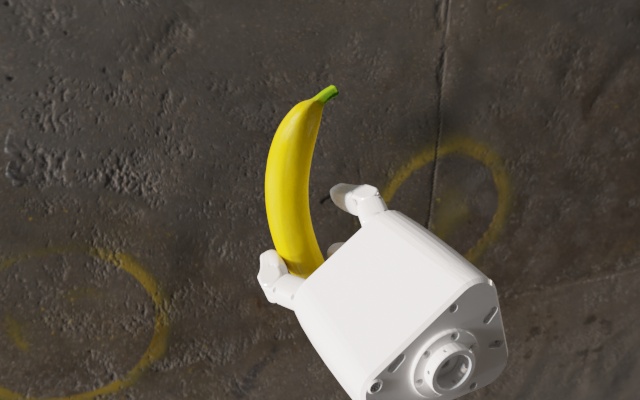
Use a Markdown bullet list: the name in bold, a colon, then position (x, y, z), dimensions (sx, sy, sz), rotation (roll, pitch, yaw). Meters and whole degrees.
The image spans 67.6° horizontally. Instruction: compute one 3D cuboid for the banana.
- **banana**: position (-0.017, 0.000, 0.425), dimensions (0.069, 0.198, 0.037), rotation (-5, 20, -26)
